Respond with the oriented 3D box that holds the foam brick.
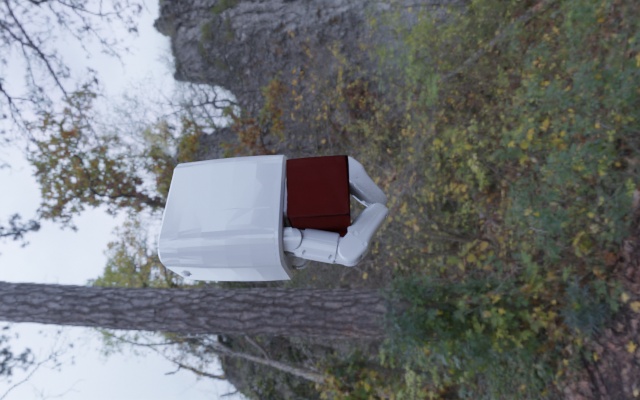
[{"bbox_3d":[0.000,0.001,0.413,0.051,0.053,0.078,-2,-21,3],"label":"foam brick"}]
